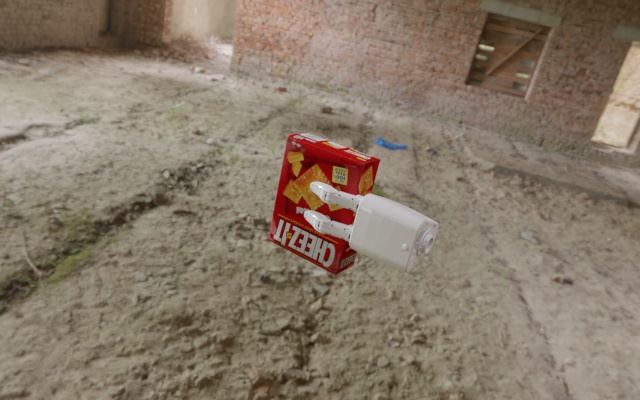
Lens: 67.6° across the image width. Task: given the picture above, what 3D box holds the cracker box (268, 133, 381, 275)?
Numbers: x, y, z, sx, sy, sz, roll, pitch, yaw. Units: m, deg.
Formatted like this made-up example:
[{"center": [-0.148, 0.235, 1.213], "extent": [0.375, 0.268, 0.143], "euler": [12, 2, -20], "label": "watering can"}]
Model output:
[{"center": [0.000, 0.003, 0.865], "extent": [0.164, 0.214, 0.072], "euler": [24, 23, 28], "label": "cracker box"}]
